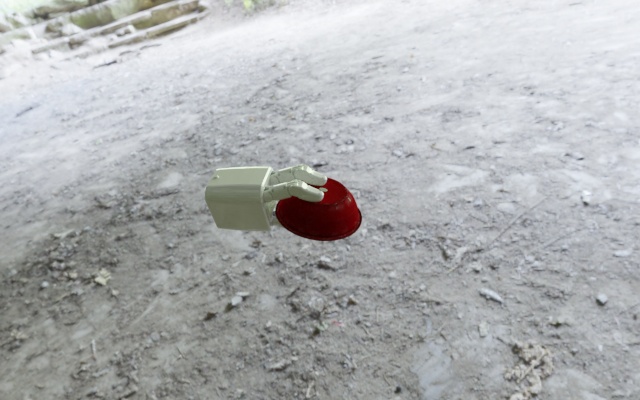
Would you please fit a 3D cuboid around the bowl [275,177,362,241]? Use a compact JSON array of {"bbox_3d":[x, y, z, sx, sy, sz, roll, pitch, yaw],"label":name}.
[{"bbox_3d":[0.002,0.003,0.866,0.162,0.055,0.162,6,34,-4],"label":"bowl"}]
